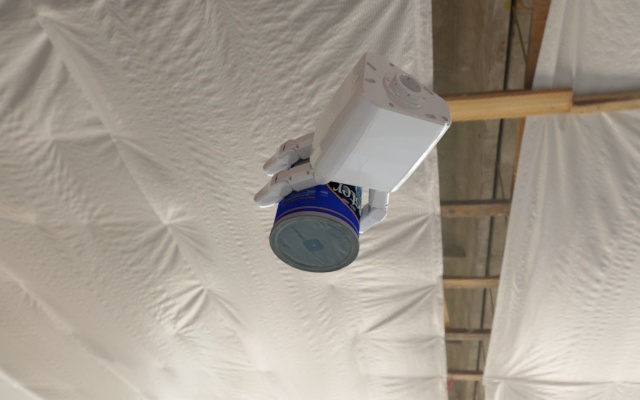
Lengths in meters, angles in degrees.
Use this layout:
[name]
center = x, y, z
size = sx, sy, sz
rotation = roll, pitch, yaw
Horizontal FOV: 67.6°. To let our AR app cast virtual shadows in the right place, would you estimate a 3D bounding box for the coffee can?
[coffee can]
center = 0.000, 0.002, 0.584
size = 0.103, 0.140, 0.103
rotation = 4, -44, 4
